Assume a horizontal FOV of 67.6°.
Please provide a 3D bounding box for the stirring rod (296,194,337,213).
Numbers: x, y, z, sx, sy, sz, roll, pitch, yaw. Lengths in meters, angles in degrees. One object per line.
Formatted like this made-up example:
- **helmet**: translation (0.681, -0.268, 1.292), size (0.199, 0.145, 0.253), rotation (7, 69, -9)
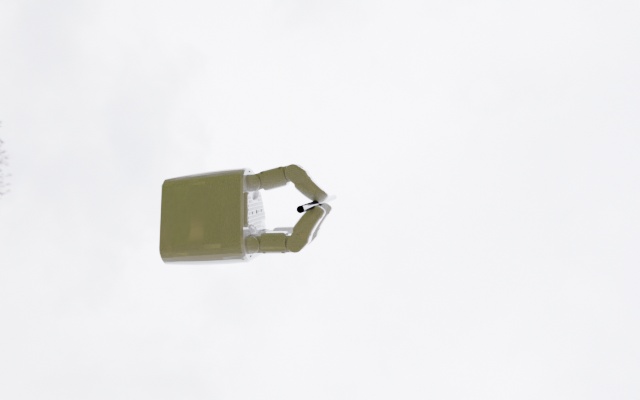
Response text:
- **stirring rod**: translation (0.000, 0.002, 0.589), size (0.011, 0.011, 0.239), rotation (0, 3, 10)
